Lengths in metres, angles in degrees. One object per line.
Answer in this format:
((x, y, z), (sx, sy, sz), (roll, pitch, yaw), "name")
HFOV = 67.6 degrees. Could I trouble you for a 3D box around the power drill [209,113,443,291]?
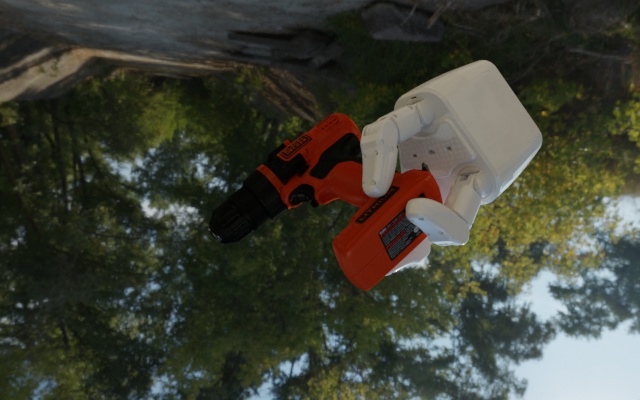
((0.001, 0.001, 0.433), (0.184, 0.057, 0.187), (-41, 40, -12), "power drill")
